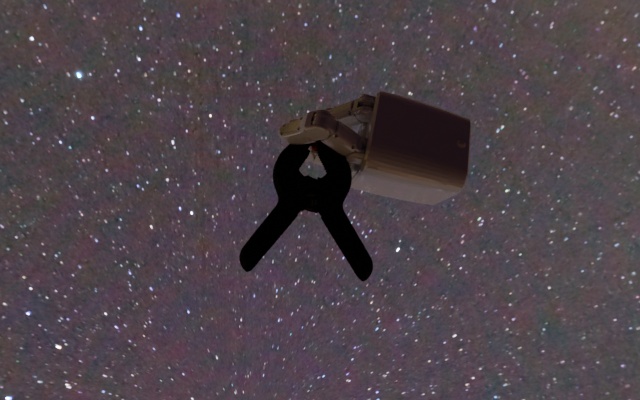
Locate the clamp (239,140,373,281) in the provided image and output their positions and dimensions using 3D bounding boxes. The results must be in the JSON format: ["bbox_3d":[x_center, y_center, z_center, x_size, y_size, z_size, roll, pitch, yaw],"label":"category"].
[{"bbox_3d":[0.000,0.002,0.467,0.120,0.171,0.039,16,-28,-5],"label":"clamp"}]
